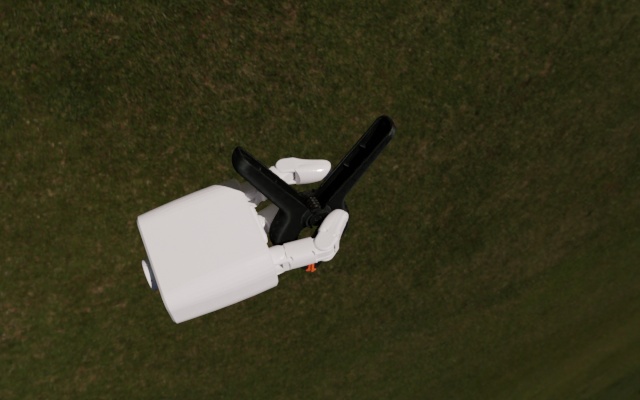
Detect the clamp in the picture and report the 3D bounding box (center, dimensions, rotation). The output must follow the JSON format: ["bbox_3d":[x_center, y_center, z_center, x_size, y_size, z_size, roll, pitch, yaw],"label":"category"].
[{"bbox_3d":[0.000,0.003,0.513,0.164,0.036,0.210,-19,-39,-13],"label":"clamp"}]
